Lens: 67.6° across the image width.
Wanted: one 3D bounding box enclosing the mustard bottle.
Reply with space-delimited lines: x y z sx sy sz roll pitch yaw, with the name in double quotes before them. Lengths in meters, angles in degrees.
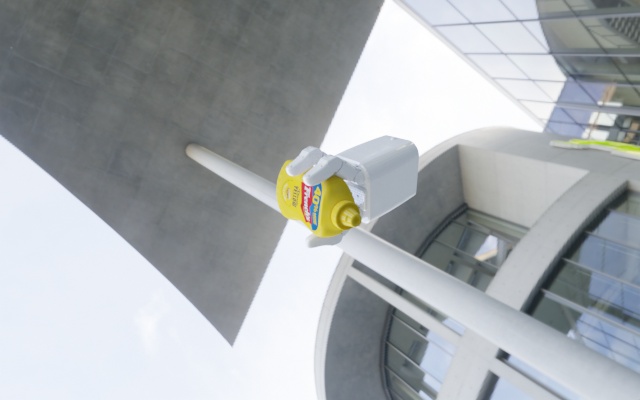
"mustard bottle" 0.000 0.002 0.714 0.058 0.096 0.191 -1 16 -32
